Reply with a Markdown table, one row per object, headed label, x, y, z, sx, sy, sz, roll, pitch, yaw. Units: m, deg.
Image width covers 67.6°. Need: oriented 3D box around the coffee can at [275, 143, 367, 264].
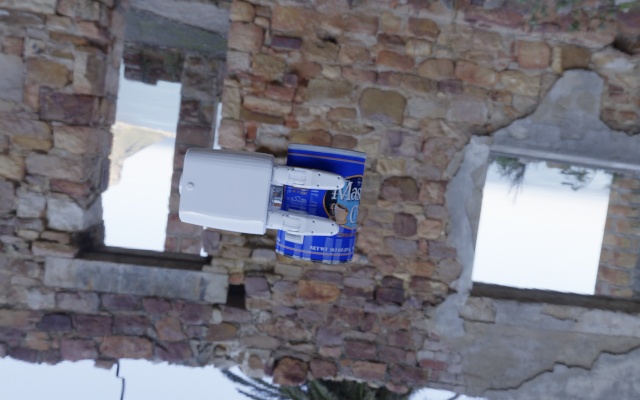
| label | x | y | z | sx | sy | sz | roll | pitch | yaw |
| --- | --- | --- | --- | --- | --- | --- | --- | --- | --- |
| coffee can | 0.000 | 0.002 | 0.619 | 0.103 | 0.140 | 0.103 | 7 | 4 | 0 |
